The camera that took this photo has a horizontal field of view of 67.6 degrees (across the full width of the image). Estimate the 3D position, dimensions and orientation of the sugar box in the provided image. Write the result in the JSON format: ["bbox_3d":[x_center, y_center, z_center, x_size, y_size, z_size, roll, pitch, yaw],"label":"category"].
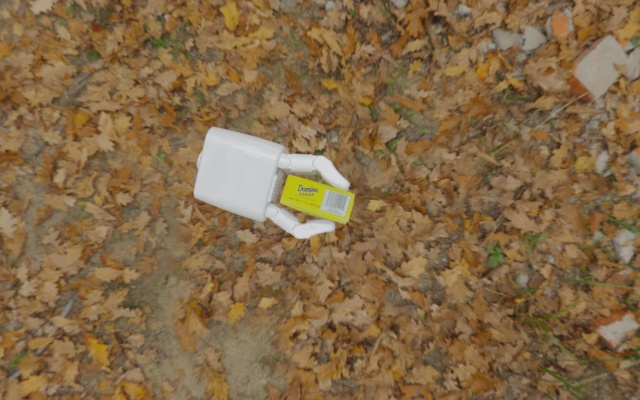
[{"bbox_3d":[0.000,0.002,0.698,0.093,0.048,0.176,17,0,3],"label":"sugar box"}]
